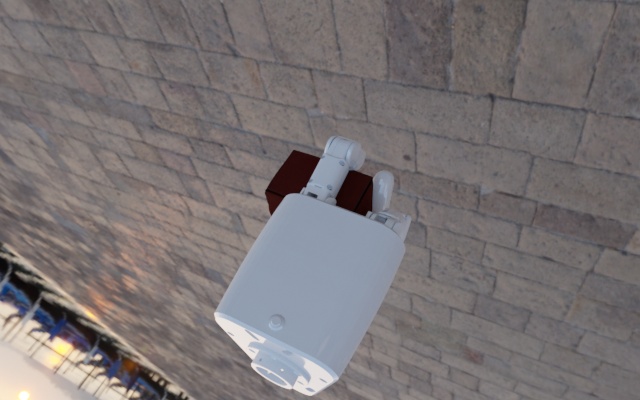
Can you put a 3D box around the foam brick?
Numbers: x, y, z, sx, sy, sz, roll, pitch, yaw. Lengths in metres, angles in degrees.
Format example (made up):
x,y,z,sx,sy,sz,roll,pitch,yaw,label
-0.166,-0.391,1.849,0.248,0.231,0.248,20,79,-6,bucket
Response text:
x,y,z,sx,sy,sz,roll,pitch,yaw,label
0.000,0.001,0.407,0.078,0.051,0.053,21,-32,19,foam brick
